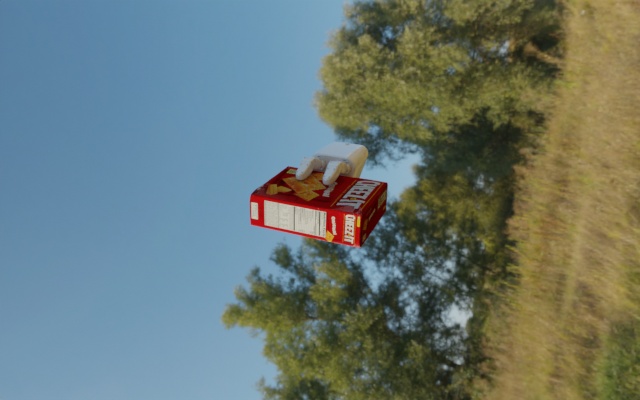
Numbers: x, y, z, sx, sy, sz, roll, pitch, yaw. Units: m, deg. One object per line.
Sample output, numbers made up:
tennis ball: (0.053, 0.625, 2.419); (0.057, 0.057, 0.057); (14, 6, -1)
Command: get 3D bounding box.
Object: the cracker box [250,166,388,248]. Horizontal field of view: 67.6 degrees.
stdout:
cracker box: (0.000, 0.003, 0.887); (0.213, 0.072, 0.164); (10, 25, 20)
